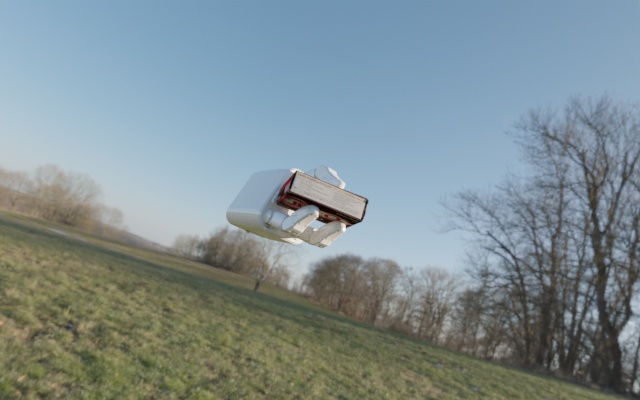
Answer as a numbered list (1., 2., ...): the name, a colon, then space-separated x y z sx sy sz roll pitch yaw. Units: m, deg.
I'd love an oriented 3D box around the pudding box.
1. pudding box: 0.000 0.002 0.681 0.113 0.039 0.090 20 -15 -11
